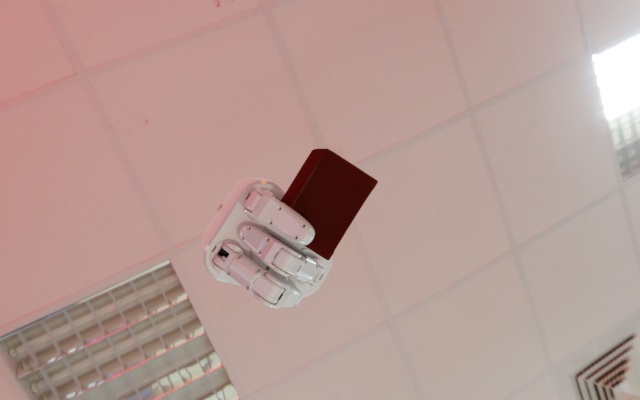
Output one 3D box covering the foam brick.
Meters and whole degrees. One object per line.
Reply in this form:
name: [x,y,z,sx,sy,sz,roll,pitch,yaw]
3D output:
foam brick: [0.000,0.001,0.403,0.053,0.078,0.051,34,-3,-15]
